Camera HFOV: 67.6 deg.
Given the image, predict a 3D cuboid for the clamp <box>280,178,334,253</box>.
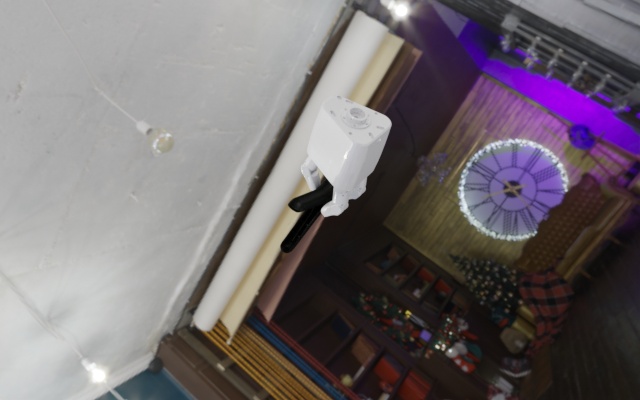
[{"bbox_3d":[0.000,0.002,0.881,0.210,0.036,0.165,-41,-17,-36],"label":"clamp"}]
